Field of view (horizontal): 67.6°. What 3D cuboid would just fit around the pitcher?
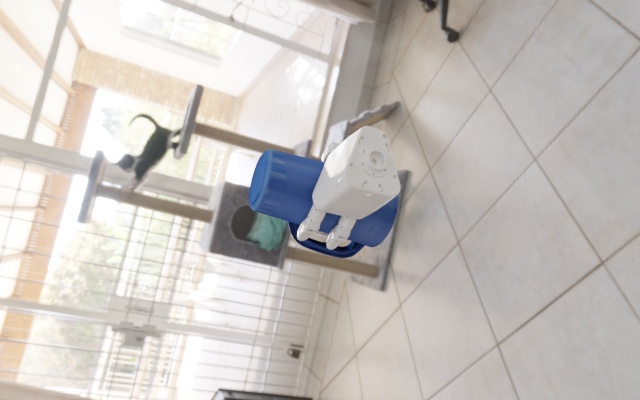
[{"bbox_3d":[0.000,0.003,0.841,0.243,0.149,0.145,15,-23,-20],"label":"pitcher"}]
